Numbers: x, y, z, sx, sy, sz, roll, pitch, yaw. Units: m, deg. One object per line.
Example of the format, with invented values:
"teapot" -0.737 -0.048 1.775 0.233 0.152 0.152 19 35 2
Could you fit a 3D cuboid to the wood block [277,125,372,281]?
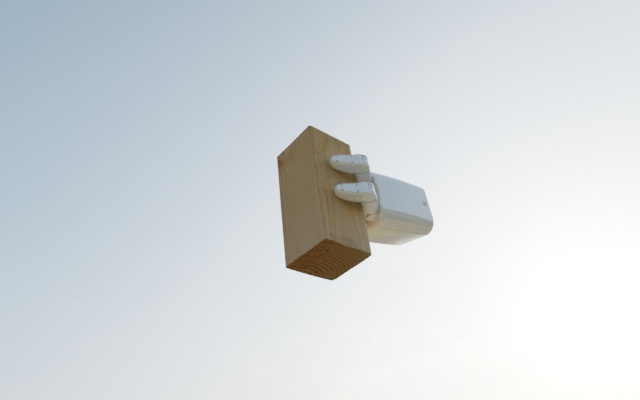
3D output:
"wood block" 0.000 0.003 0.719 0.090 0.206 0.091 21 -45 -34
